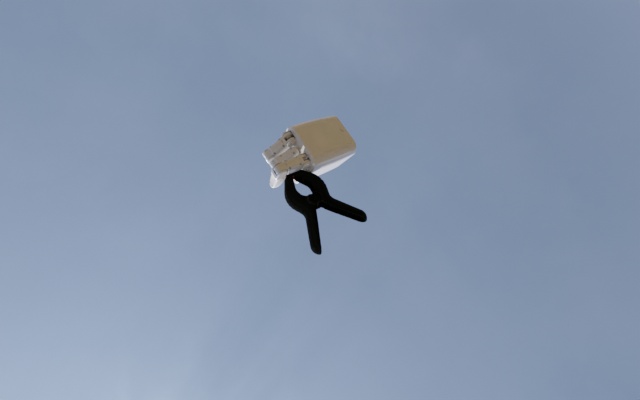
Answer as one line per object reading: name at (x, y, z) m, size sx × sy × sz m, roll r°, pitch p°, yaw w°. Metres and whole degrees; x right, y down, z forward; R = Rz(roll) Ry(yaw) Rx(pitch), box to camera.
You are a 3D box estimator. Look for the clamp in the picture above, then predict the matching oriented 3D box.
clamp at (0.000, 0.003, 0.856) m, size 0.120 × 0.171 × 0.039 m, roll -23°, pitch -19°, yaw -26°
